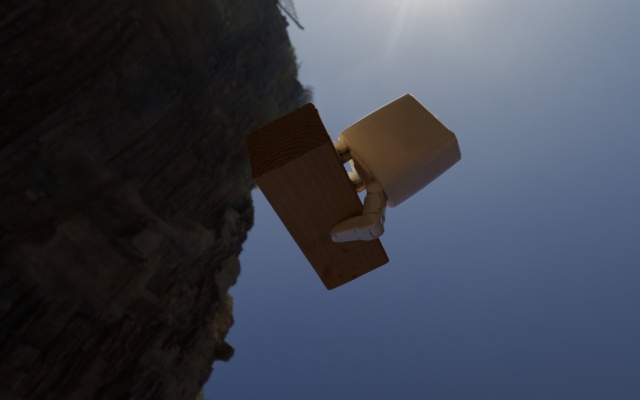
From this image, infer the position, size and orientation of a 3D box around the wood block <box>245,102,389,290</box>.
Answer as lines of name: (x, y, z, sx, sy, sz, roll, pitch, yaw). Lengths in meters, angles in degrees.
wood block: (0.001, 0.002, 0.575, 0.090, 0.206, 0.090, -26, 39, 5)
